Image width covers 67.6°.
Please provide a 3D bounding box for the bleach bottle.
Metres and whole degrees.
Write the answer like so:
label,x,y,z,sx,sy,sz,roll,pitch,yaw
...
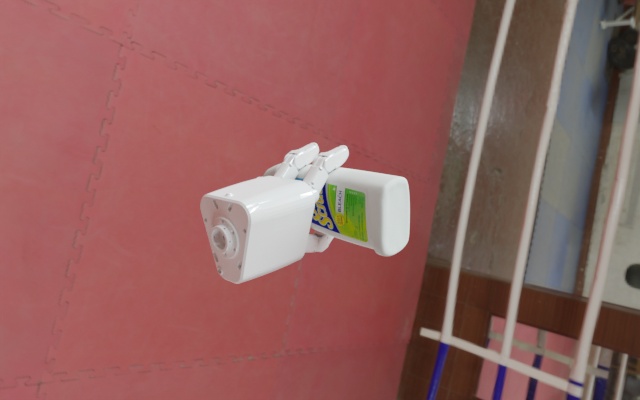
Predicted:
label,x,y,z,sx,sy,sz,roll,pitch,yaw
bleach bottle,0.000,0.002,0.668,0.251,0.102,0.068,10,19,39
